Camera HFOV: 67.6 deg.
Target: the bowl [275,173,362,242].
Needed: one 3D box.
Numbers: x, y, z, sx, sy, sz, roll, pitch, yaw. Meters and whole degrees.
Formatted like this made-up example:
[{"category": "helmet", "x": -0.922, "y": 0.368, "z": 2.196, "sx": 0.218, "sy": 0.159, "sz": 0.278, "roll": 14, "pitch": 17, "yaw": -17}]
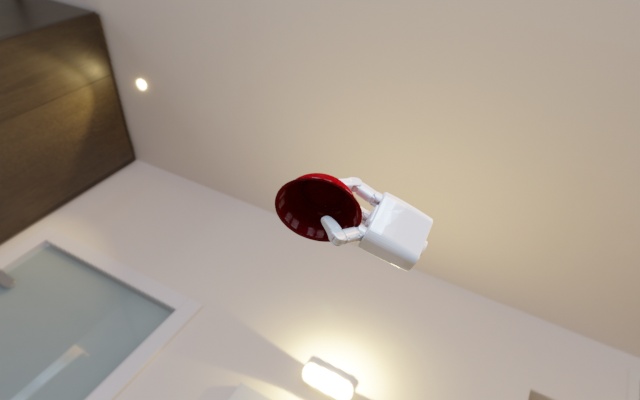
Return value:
[{"category": "bowl", "x": -0.001, "y": 0.002, "z": 0.878, "sx": 0.162, "sy": 0.162, "sz": 0.055, "roll": 0, "pitch": 43, "yaw": 15}]
